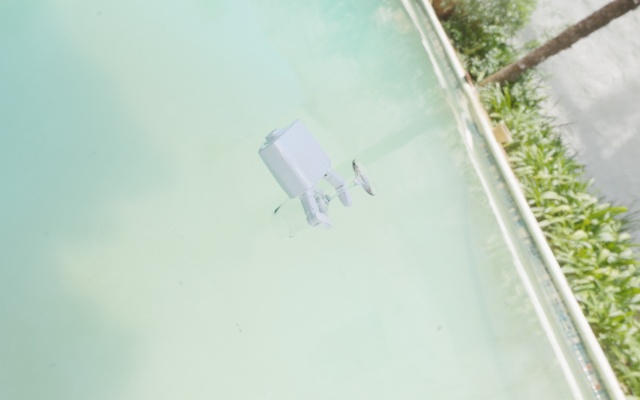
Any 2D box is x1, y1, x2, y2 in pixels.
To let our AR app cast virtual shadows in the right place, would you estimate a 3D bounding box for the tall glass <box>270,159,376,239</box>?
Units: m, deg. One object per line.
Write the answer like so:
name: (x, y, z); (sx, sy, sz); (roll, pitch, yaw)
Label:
tall glass: (0.001, 0.003, 0.891); (0.201, 0.079, 0.079); (-30, -14, 25)
